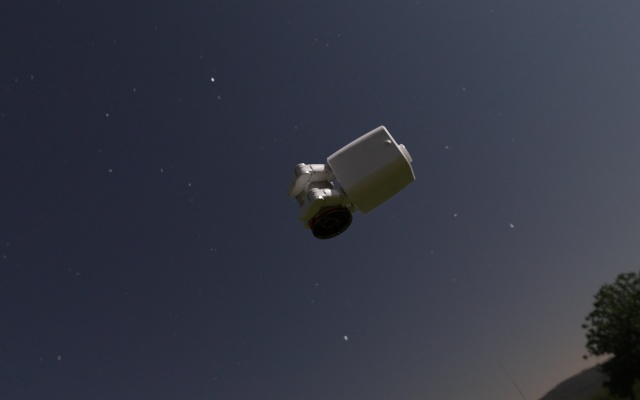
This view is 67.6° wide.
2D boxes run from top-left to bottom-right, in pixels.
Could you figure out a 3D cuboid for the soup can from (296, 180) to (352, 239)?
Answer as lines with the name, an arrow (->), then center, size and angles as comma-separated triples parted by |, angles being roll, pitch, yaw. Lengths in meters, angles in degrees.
soup can -> 0.000, 0.003, 0.774 | 0.068, 0.102, 0.069 | -18, -37, -14
